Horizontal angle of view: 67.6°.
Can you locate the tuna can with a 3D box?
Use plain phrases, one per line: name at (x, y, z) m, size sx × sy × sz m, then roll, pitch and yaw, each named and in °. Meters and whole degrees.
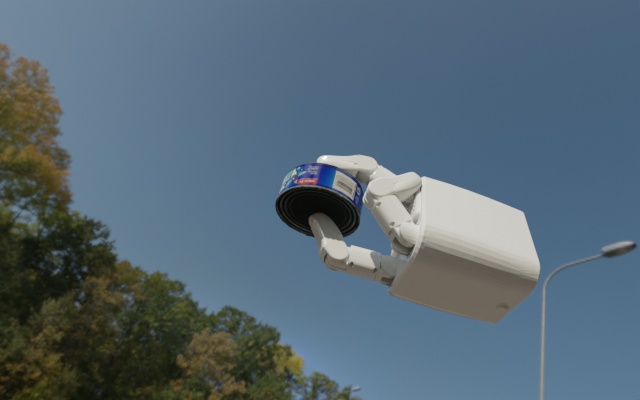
tuna can at (0.000, 0.001, 0.481) m, size 0.086 × 0.033 × 0.086 m, roll 9°, pitch -37°, yaw 7°
